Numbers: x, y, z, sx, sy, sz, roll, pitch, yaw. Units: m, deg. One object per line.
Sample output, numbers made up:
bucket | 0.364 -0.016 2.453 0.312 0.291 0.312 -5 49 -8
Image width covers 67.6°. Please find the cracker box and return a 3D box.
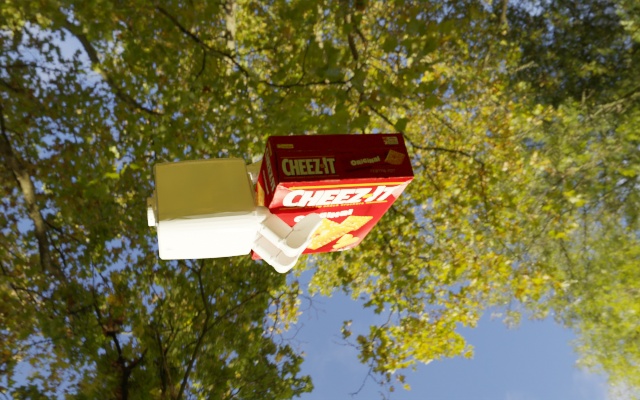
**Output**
cracker box | 0.000 0.002 0.616 0.164 0.072 0.214 -4 -26 -19
